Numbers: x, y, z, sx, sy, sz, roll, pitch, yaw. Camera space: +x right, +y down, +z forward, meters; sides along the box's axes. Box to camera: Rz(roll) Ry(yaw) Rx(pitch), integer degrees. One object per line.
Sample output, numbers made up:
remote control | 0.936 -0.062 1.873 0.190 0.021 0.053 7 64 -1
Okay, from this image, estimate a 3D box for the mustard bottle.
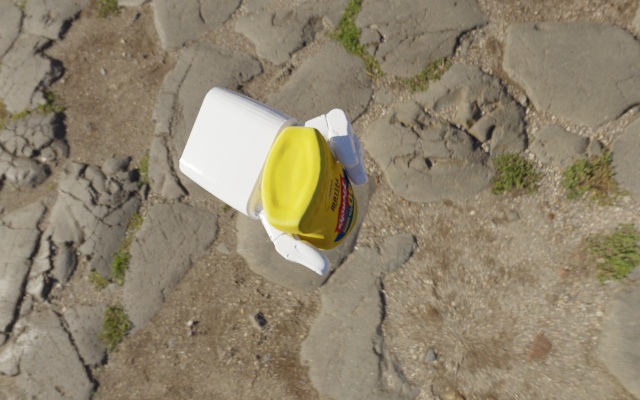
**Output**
mustard bottle | 0.000 0.002 0.506 0.058 0.096 0.192 3 -15 17
